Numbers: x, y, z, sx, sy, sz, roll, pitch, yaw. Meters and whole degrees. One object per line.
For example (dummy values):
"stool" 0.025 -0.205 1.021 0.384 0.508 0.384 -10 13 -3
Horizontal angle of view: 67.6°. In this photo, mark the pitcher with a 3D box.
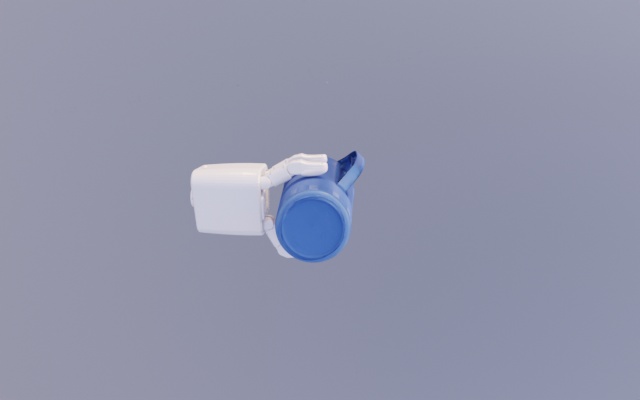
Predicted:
"pitcher" 0.000 0.003 0.777 0.145 0.149 0.242 1 14 1
